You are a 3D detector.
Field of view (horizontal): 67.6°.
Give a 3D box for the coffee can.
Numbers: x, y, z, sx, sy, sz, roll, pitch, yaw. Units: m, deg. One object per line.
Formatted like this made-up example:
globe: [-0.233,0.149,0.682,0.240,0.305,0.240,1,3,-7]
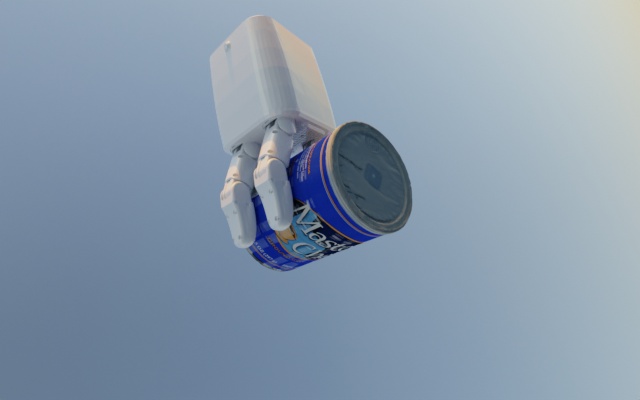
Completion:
coffee can: [0.000,0.002,0.453,0.103,0.102,0.140,0,-19,-45]
